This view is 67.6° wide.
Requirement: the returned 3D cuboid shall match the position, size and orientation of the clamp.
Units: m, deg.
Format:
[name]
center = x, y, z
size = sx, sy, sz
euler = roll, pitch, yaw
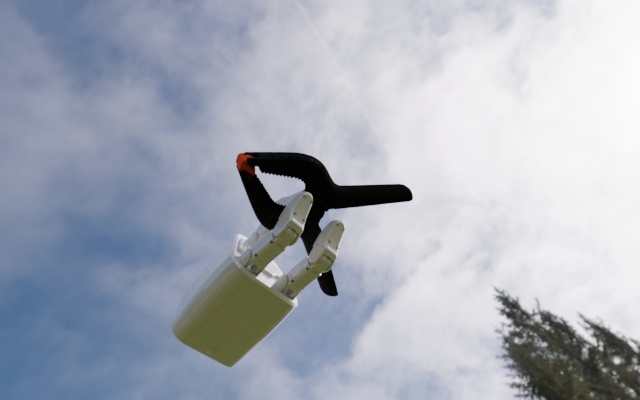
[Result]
[clamp]
center = -0.001, 0.001, 0.542
size = 0.210, 0.164, 0.036
euler = 41, 3, -29
